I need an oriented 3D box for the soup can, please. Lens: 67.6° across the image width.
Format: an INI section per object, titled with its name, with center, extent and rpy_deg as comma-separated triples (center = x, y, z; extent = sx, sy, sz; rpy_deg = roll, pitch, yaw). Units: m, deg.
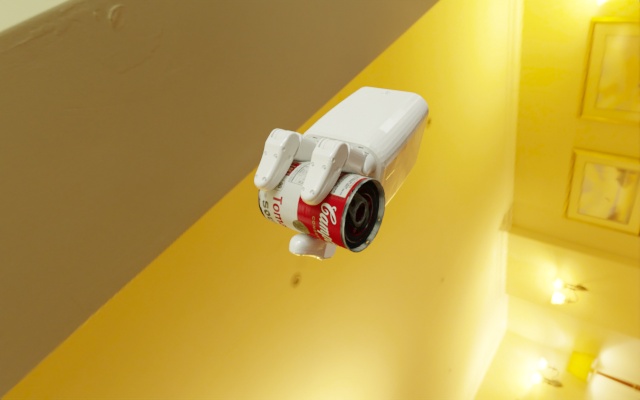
[soup can]
center = 0.000, 0.002, 0.450
extent = 0.102, 0.068, 0.068
rpy_deg = 17, 10, 34
